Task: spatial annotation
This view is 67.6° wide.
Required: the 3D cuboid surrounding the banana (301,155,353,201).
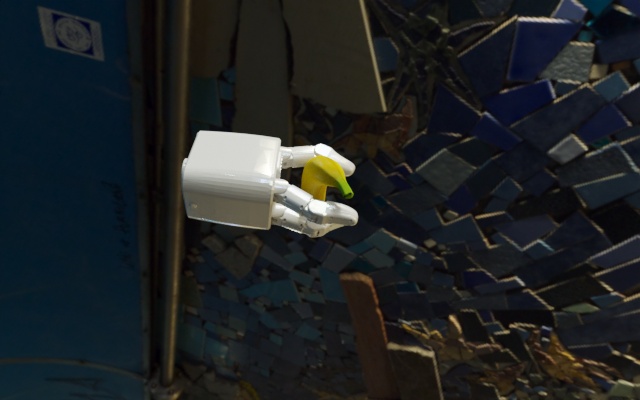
[{"bbox_3d":[-0.003,-0.017,0.623,0.037,0.069,0.198,-9,-9,-12],"label":"banana"}]
